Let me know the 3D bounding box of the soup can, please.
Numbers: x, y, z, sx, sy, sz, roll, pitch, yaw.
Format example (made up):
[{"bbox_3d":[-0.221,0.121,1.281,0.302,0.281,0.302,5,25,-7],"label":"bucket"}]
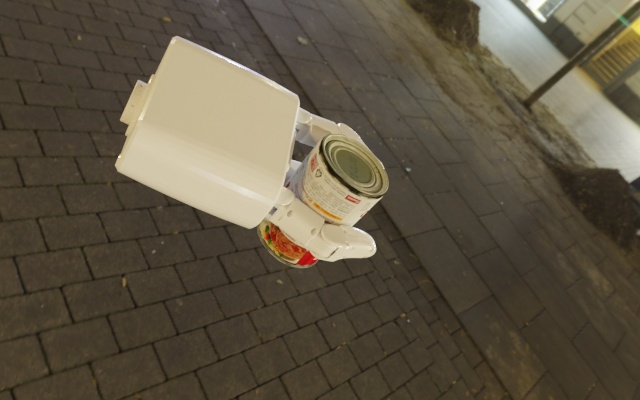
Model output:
[{"bbox_3d":[0.001,0.001,0.403,0.068,0.068,0.102,0,-38,-44],"label":"soup can"}]
